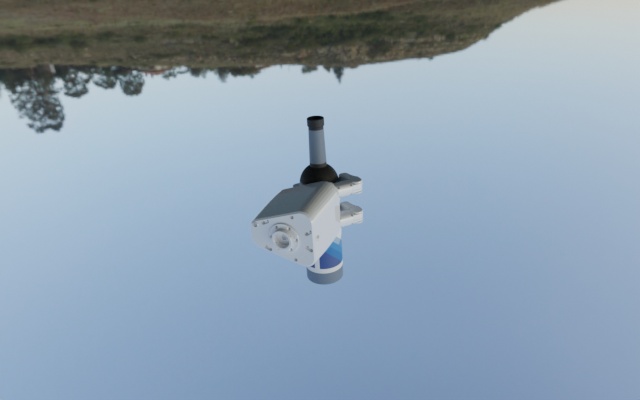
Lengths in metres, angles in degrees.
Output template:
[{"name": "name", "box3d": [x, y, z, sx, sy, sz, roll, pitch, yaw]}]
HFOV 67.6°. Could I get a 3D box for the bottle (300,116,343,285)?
[{"name": "bottle", "box3d": [0.000, 0.003, 0.813, 0.069, 0.296, 0.069, -3, 25, 1]}]
